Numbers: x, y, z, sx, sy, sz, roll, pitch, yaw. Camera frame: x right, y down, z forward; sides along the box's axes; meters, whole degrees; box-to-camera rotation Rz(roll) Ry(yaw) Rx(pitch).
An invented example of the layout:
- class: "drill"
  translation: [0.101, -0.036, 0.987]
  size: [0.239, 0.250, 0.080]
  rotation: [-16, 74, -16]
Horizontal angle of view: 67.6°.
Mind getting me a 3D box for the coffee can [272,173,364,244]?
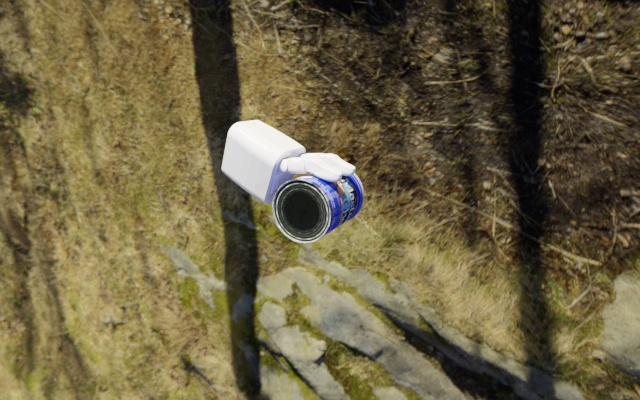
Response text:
- class: "coffee can"
  translation: [0.000, 0.003, 0.791]
  size: [0.103, 0.103, 0.140]
  rotation: [0, 12, 27]
